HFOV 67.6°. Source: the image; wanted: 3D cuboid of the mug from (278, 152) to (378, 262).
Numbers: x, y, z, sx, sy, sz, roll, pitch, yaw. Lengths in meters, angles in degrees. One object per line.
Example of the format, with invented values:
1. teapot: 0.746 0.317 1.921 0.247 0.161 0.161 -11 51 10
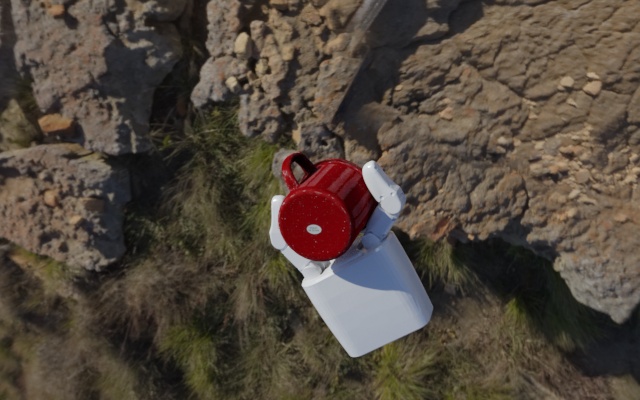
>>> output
1. mug: -0.001 0.000 0.499 0.093 0.117 0.081 -29 9 28
